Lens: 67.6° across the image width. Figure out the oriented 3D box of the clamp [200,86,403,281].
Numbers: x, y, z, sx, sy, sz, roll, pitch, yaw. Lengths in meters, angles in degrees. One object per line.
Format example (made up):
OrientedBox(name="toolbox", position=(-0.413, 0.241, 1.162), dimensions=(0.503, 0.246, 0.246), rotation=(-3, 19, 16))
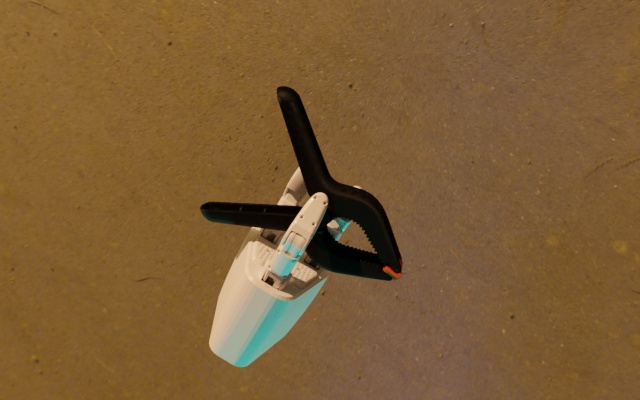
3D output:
OrientedBox(name="clamp", position=(0.000, 0.002, 0.467), dimensions=(0.210, 0.165, 0.036), rotation=(31, 26, 0))
